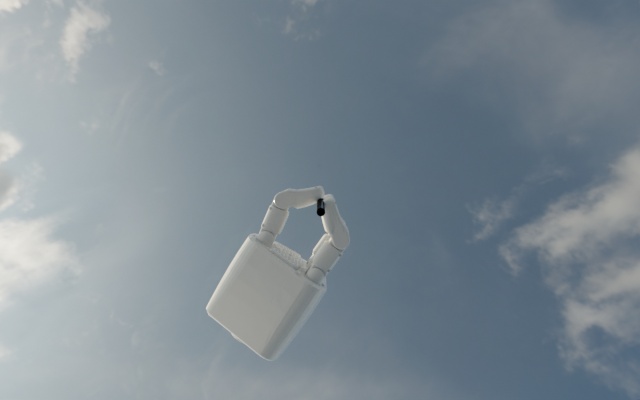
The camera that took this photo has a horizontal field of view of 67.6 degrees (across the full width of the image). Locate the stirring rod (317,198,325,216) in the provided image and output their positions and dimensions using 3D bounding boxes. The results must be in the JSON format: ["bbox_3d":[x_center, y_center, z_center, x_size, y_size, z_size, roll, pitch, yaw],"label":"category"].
[{"bbox_3d":[0.000,0.002,0.557,0.011,0.011,0.239,0,4,0],"label":"stirring rod"}]
